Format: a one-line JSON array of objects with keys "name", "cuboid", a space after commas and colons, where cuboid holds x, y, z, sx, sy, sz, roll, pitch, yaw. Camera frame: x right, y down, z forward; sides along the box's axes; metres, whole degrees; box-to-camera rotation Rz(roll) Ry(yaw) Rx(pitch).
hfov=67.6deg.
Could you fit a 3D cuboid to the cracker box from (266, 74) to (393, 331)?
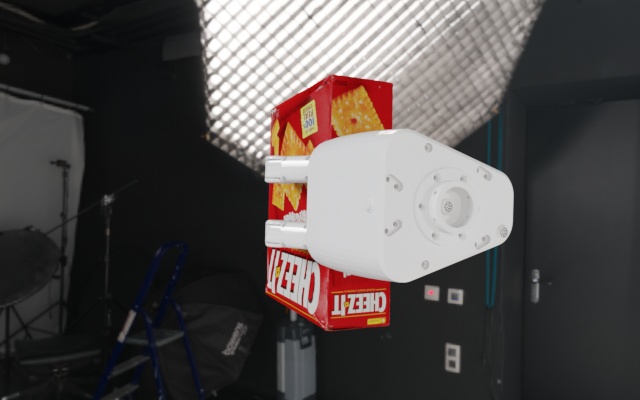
[{"name": "cracker box", "cuboid": [0.000, 0.001, 0.474, 0.072, 0.213, 0.164, 2, 0, -24]}]
